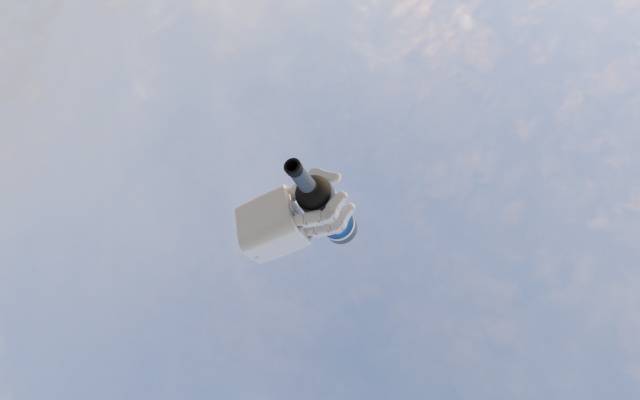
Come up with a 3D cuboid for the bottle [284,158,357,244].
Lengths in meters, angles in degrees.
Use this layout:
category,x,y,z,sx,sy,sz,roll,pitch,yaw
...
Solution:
category,x,y,z,sx,sy,sz,roll,pitch,yaw
bottle,0.000,0.003,0.849,0.069,0.069,0.296,0,-22,19
